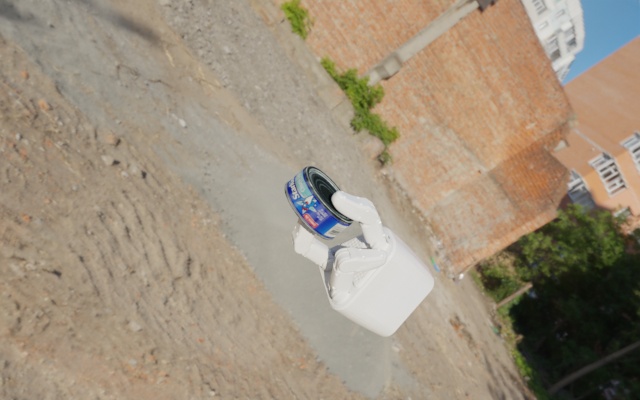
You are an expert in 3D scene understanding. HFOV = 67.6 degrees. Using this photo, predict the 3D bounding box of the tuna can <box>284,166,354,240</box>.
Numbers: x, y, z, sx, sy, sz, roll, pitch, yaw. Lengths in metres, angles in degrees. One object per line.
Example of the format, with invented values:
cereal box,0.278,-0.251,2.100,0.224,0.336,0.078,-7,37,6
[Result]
tuna can,0.000,0.001,0.553,0.034,0.086,0.086,-39,-15,19
